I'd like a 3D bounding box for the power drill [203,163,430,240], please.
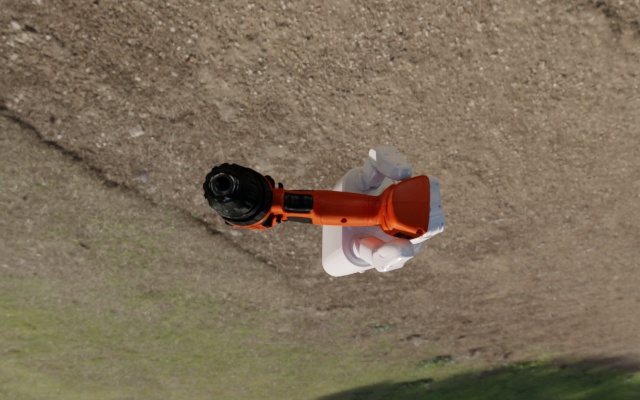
[{"bbox_3d":[0.001,0.002,0.436,0.187,0.057,0.184,4,-5,3],"label":"power drill"}]
